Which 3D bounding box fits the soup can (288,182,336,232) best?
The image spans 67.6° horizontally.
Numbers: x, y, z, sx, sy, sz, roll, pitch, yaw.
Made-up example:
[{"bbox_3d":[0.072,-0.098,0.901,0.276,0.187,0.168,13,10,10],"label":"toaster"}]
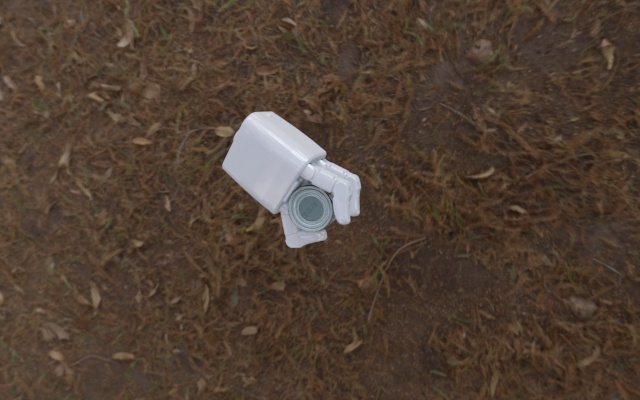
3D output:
[{"bbox_3d":[0.000,0.003,0.695,0.068,0.068,0.102,0,11,17],"label":"soup can"}]
